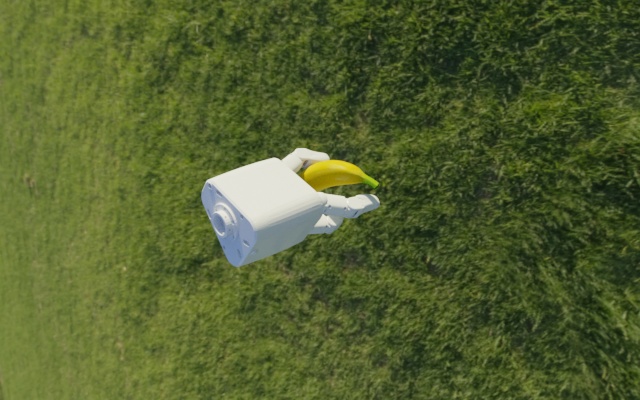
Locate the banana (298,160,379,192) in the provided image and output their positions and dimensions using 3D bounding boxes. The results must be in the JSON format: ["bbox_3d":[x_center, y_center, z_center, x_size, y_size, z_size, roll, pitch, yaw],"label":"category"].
[{"bbox_3d":[-0.007,-0.015,0.692,0.198,0.069,0.037,-23,8,47],"label":"banana"}]
